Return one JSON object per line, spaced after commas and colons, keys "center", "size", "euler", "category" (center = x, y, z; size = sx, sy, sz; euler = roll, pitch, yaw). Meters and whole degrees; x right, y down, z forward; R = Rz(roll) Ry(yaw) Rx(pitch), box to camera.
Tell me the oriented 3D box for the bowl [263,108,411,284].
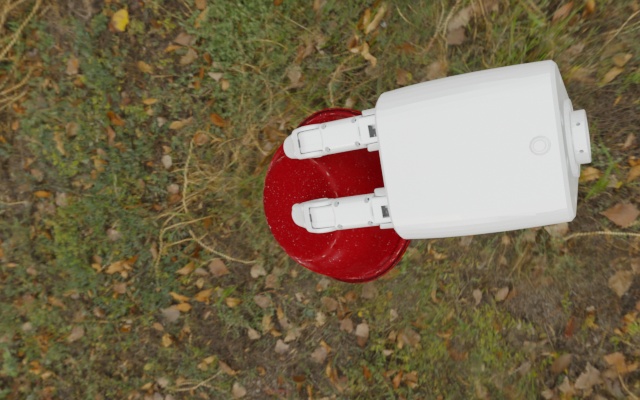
{"center": [-0.001, 0.002, 0.418], "size": [0.162, 0.162, 0.055], "euler": [0, 10, 43], "category": "bowl"}
